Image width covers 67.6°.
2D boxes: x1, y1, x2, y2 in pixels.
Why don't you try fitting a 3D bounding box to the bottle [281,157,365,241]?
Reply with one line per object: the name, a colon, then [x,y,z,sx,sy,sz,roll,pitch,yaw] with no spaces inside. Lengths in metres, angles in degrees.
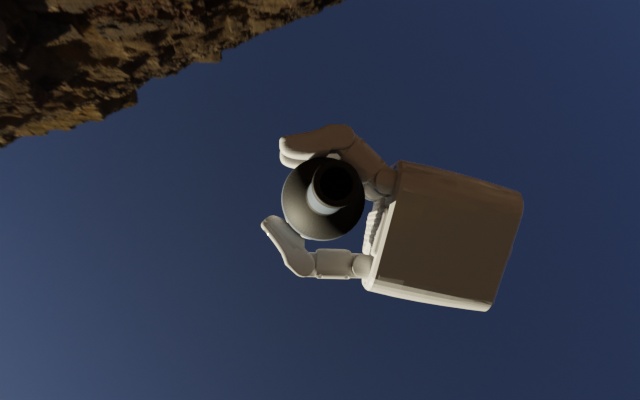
bottle: [0.000,0.001,0.415,0.069,0.069,0.296,0,-4,-4]
